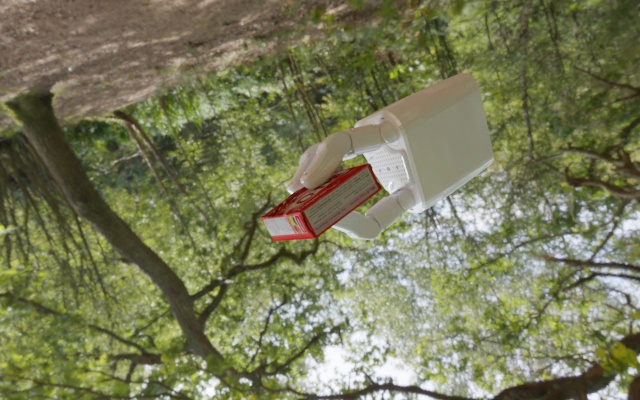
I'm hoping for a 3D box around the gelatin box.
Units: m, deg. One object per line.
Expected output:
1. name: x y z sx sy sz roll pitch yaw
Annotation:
1. gelatin box: 0.000 0.002 0.435 0.089 0.030 0.073 -36 14 -31
